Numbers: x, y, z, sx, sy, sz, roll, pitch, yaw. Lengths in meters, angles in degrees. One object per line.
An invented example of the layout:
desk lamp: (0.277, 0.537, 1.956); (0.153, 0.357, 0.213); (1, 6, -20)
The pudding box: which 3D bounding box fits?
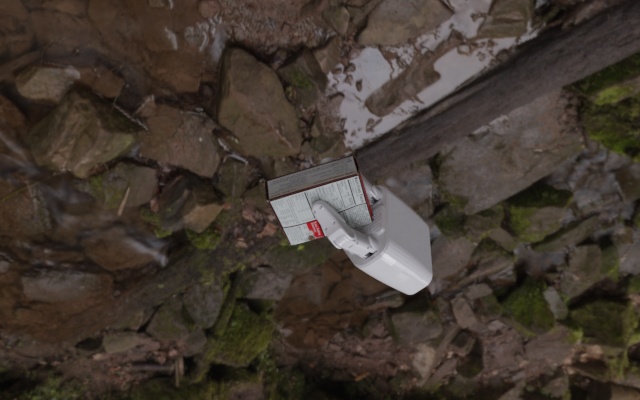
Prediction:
pudding box: (0.000, 0.002, 0.573); (0.113, 0.039, 0.090); (-17, -46, 4)
